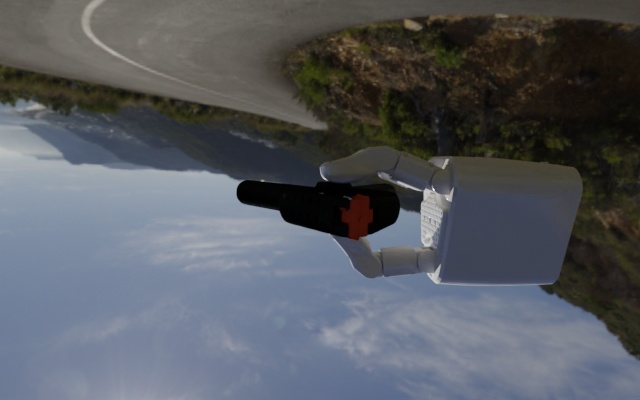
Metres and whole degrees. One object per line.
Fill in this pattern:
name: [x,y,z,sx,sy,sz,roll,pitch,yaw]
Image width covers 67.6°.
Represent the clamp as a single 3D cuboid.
clamp: [0.000,0.002,0.407,0.164,0.036,0.210,1,6,-2]
